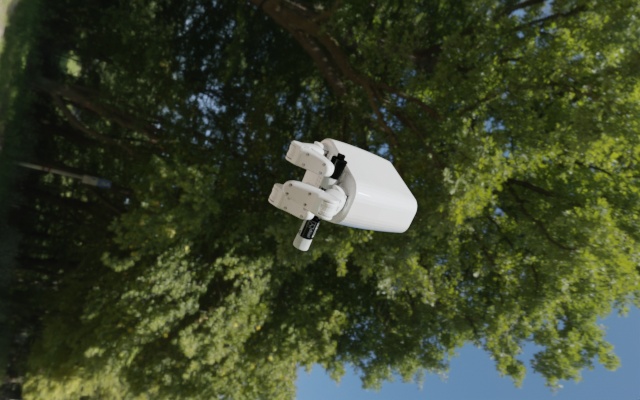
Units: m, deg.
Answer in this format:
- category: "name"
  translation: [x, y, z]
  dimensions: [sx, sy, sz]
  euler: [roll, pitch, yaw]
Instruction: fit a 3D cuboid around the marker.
- category: "marker"
  translation: [0.000, 0.002, 0.546]
  dimensions: [0.020, 0.121, 0.020]
  euler: [22, 16, -7]
